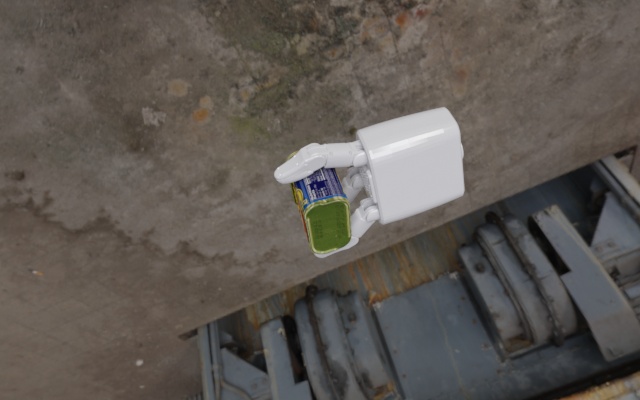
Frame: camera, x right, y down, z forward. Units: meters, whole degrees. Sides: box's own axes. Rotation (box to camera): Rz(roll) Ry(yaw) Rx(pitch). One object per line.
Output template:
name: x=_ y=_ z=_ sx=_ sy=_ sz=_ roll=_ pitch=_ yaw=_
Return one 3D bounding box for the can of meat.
can of meat: x=0.000 y=0.002 z=0.564 sx=0.057 sy=0.084 sz=0.102 roll=-15 pitch=-39 yaw=-5
